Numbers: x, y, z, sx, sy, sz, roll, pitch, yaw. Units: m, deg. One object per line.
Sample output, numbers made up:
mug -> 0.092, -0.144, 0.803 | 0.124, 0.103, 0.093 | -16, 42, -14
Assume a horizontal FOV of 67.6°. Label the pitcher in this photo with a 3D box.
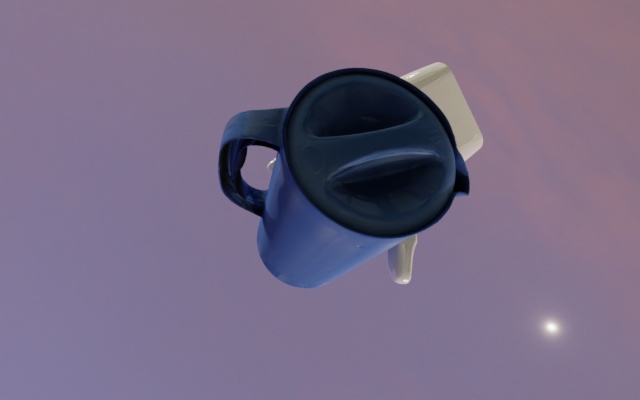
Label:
pitcher -> 0.000, 0.001, 0.432 | 0.145, 0.149, 0.243 | -33, -9, -25
